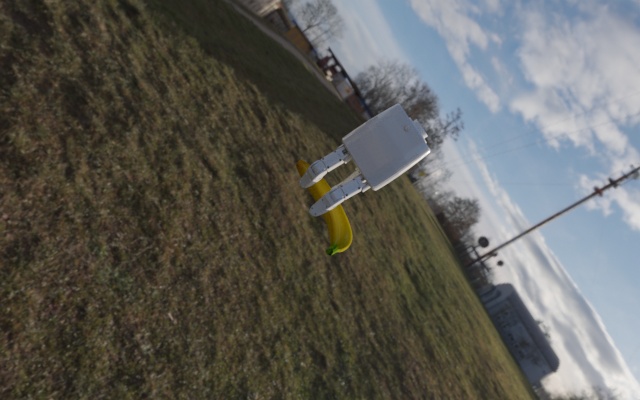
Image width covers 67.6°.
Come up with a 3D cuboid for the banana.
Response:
[{"bbox_3d":[0.011,0.012,0.793,0.037,0.197,0.070,-35,-38,17],"label":"banana"}]
